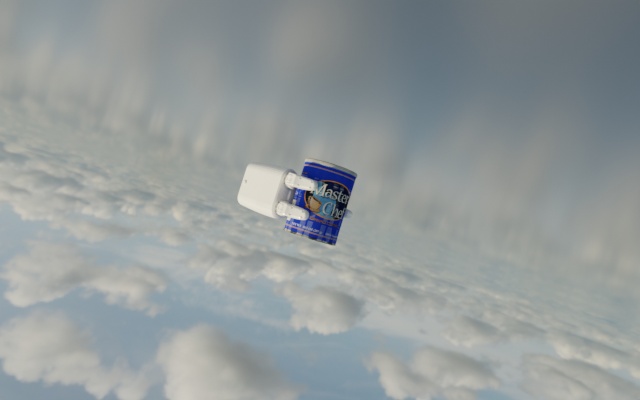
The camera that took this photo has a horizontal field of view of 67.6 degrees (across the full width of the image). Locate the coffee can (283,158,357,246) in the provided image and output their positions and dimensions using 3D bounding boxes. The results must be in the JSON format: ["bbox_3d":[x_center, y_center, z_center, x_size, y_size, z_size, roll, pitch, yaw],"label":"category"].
[{"bbox_3d":[0.000,0.003,0.895,0.103,0.140,0.103,17,-2,1],"label":"coffee can"}]
